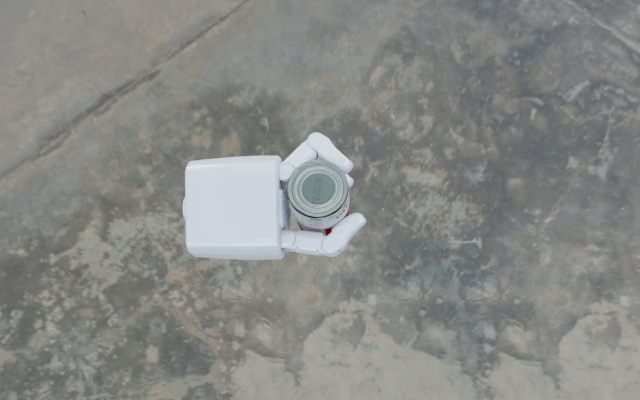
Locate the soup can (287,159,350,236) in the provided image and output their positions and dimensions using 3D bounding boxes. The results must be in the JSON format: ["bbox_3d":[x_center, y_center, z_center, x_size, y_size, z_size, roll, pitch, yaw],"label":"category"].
[{"bbox_3d":[0.001,0.002,0.551,0.068,0.068,0.102,0,-18,4],"label":"soup can"}]
